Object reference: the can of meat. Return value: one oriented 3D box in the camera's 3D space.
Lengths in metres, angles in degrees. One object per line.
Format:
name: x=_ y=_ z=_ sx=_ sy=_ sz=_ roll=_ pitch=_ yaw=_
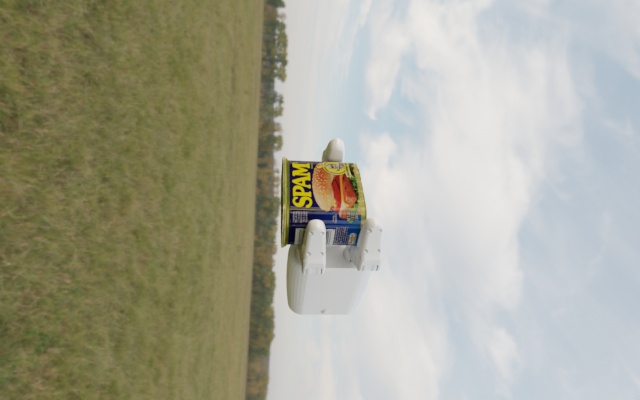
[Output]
can of meat: x=0.000 y=0.002 z=0.508 sx=0.084 sy=0.057 sz=0.102 roll=2 pitch=43 yaw=-6
